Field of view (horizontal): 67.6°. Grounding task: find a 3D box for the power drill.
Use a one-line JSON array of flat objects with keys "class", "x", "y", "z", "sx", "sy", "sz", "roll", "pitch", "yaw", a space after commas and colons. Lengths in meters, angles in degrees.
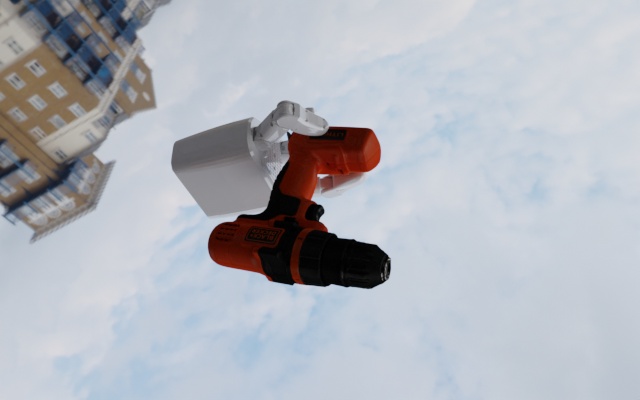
[{"class": "power drill", "x": 0.000, "y": 0.001, "z": 0.483, "sx": 0.184, "sy": 0.057, "sz": 0.187, "roll": 7, "pitch": 47, "yaw": 24}]
